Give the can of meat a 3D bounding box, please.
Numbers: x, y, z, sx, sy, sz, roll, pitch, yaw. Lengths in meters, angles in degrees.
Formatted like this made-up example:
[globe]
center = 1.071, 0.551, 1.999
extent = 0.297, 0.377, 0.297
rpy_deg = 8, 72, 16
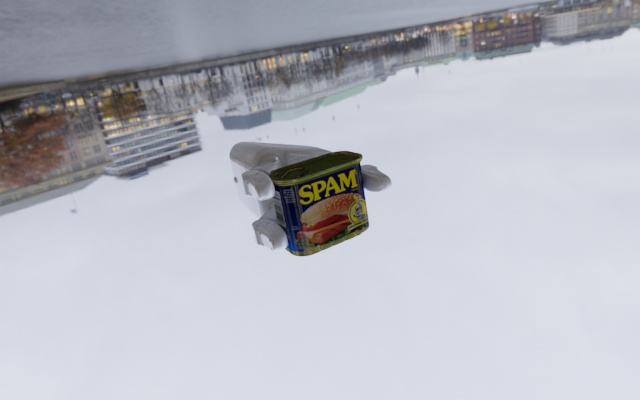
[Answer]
[can of meat]
center = 0.000, 0.002, 0.506
extent = 0.102, 0.084, 0.057
rpy_deg = -19, 21, -26
